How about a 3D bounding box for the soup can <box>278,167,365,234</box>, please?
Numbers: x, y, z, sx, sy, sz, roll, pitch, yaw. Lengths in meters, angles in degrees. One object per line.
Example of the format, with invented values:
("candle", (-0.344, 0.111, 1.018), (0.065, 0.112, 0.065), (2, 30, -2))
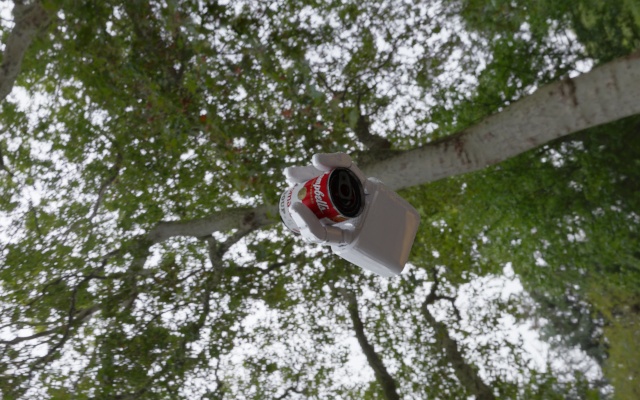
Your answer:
("soup can", (0.000, 0.002, 0.639), (0.068, 0.068, 0.102), (0, -15, -45))
